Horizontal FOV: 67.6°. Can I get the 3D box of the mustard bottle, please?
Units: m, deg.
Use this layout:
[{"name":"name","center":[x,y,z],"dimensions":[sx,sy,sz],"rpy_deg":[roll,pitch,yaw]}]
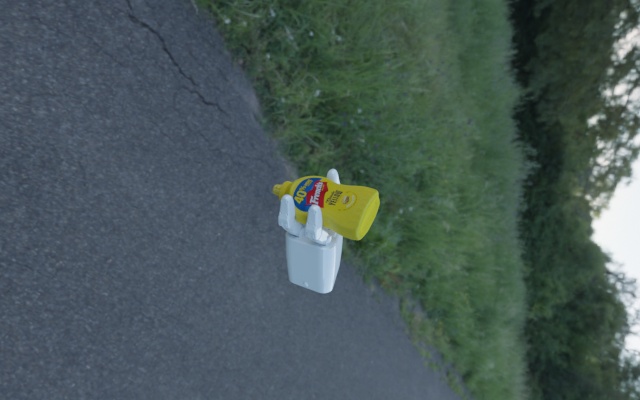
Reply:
[{"name":"mustard bottle","center":[0.000,0.003,0.842],"dimensions":[0.191,0.096,0.058],"rpy_deg":[15,-33,25]}]
